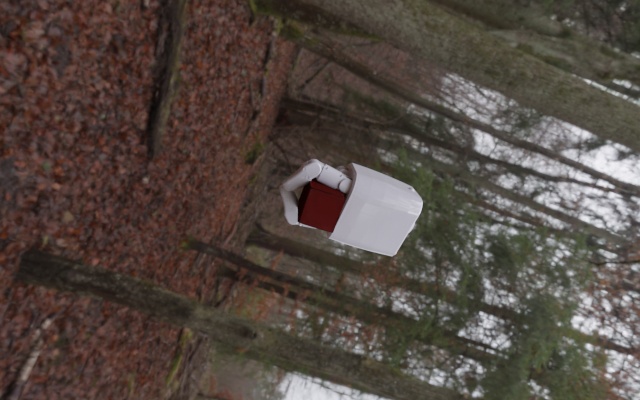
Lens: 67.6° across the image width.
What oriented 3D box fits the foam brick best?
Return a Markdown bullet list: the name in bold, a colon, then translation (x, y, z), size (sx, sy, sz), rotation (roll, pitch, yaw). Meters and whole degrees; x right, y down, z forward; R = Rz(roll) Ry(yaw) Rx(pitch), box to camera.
- **foam brick**: translation (0.000, 0.002, 0.661), size (0.051, 0.053, 0.078), rotation (19, 16, -8)
